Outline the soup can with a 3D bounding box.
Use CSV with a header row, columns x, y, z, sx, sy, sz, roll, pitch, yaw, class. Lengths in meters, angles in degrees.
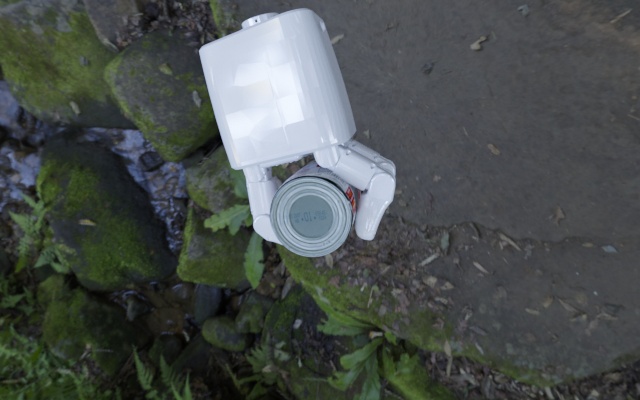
x,y,z,sx,sy,sz,roll,pitch,yaw,class
0.000,0.002,0.416,0.068,0.068,0.102,0,14,9,soup can
